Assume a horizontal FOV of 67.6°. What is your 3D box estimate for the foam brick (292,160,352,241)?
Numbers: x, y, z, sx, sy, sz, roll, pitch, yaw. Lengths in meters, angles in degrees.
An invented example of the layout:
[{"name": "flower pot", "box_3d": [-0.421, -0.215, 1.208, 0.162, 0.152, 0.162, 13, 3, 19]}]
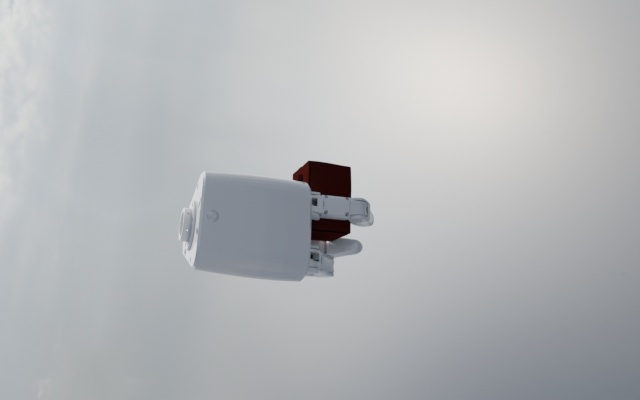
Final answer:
[{"name": "foam brick", "box_3d": [0.000, 0.001, 0.525, 0.051, 0.078, 0.053, 8, -17, -21]}]
